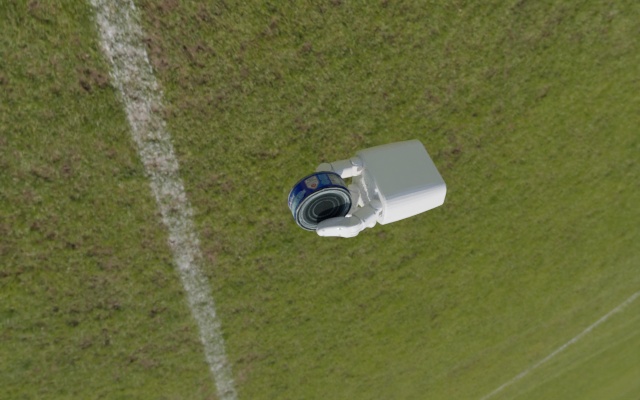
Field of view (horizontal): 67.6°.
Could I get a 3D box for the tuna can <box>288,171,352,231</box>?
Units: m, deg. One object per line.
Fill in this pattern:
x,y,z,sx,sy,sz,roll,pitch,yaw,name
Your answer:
0.000,0.003,0.661,0.086,0.086,0.033,0,43,-27,tuna can
